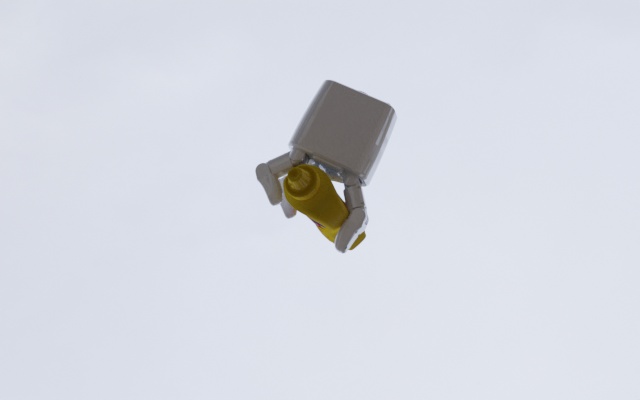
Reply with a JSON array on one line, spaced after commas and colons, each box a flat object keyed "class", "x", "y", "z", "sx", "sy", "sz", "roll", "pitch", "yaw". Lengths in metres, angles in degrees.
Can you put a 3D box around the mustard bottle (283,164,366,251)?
[{"class": "mustard bottle", "x": 0.000, "y": 0.002, "z": 0.621, "sx": 0.096, "sy": 0.058, "sz": 0.192, "roll": 48, "pitch": 0, "yaw": 27}]
